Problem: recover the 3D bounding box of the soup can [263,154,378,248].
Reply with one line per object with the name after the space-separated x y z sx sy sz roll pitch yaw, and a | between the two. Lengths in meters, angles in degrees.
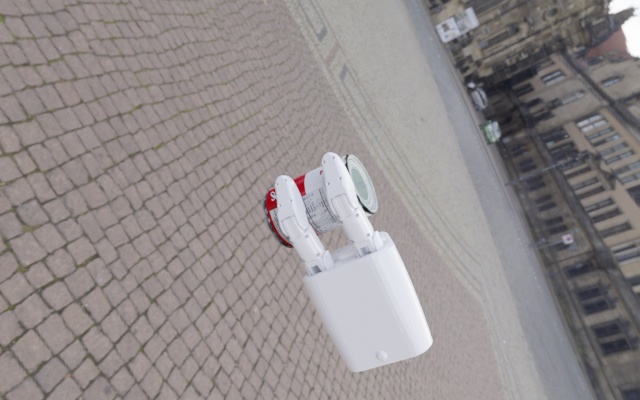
0.000 0.001 0.502 0.102 0.068 0.068 -24 -9 22 | soup can
